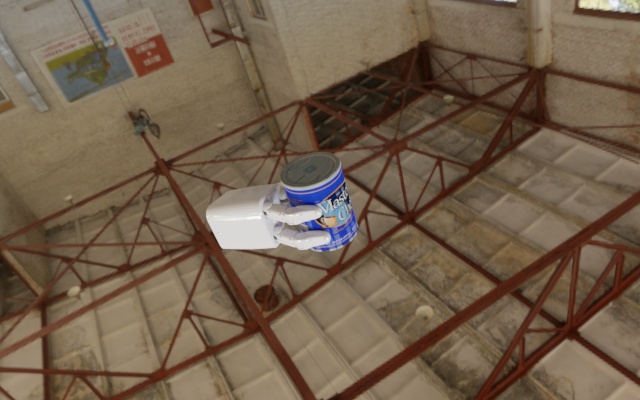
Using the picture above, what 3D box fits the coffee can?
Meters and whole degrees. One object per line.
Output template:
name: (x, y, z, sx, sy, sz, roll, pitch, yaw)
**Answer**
coffee can: (0.000, 0.002, 0.817, 0.103, 0.140, 0.102, -12, 35, 9)
